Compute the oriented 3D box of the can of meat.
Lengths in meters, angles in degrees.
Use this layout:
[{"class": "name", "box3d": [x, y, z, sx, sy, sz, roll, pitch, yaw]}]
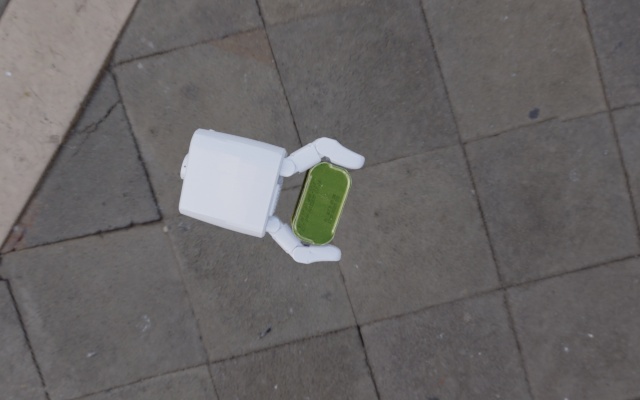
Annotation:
[{"class": "can of meat", "box3d": [0.000, 0.002, 0.592, 0.057, 0.102, 0.084, 18, 2, -3]}]
